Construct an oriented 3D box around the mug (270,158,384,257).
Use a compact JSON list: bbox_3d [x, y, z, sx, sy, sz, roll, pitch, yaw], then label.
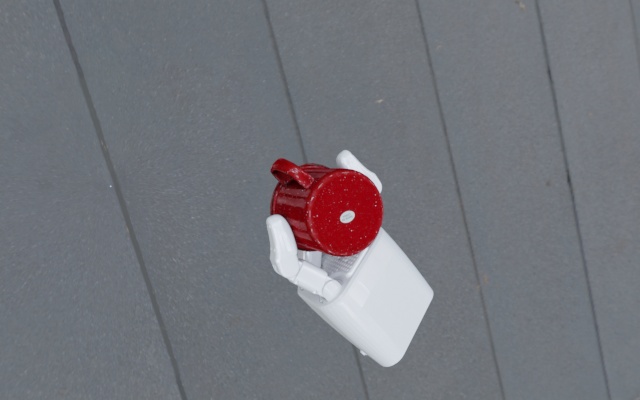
[{"bbox_3d":[-0.001,0.000,0.461,0.117,0.093,0.081,46,-16,-20],"label":"mug"}]
